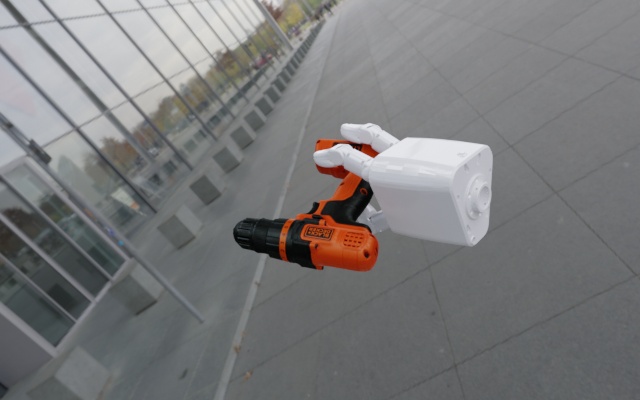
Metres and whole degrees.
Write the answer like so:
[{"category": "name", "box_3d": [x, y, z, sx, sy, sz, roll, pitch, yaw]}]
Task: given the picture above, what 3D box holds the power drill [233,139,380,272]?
[{"category": "power drill", "box_3d": [0.000, 0.002, 0.613, 0.184, 0.187, 0.057, 9, -39, 19]}]
